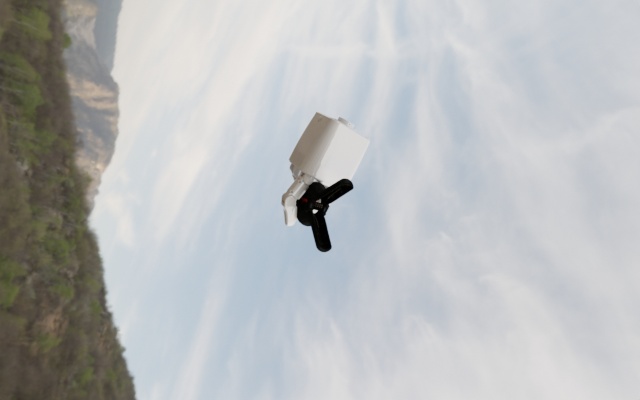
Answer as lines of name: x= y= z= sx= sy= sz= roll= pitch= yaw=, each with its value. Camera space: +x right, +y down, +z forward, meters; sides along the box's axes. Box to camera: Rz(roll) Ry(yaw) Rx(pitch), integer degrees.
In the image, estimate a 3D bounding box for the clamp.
clamp: x=0.001 y=0.003 z=0.805 sx=0.039 sy=0.120 sz=0.171 roll=25 pitch=9 yaw=-29
